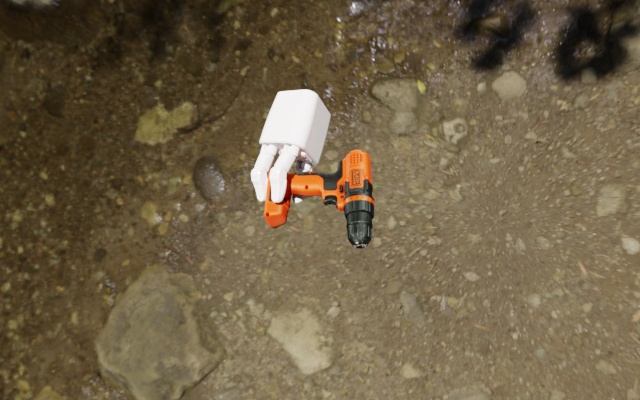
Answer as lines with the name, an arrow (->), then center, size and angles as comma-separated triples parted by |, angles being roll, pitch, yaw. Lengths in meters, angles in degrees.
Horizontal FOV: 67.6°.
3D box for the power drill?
power drill -> 0.000, 0.002, 0.829 | 0.187, 0.184, 0.057 | -5, -32, 11
